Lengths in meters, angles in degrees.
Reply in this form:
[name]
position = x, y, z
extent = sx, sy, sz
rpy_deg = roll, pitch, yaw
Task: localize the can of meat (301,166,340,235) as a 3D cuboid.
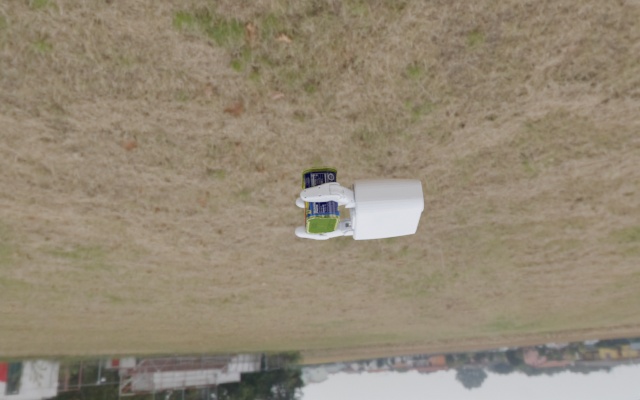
[can of meat]
position = 0.000, 0.003, 0.771
extent = 0.057, 0.084, 0.102
rpy_deg = -3, -18, -4
